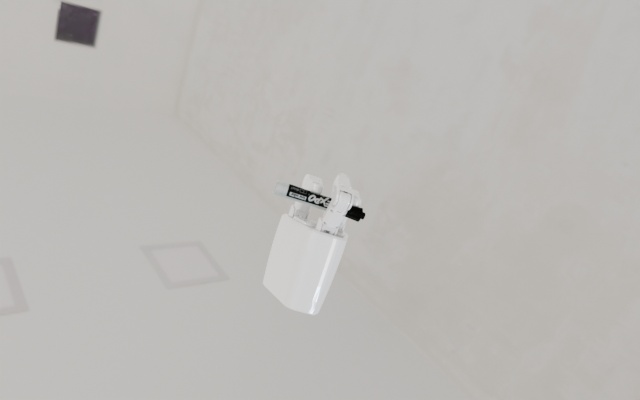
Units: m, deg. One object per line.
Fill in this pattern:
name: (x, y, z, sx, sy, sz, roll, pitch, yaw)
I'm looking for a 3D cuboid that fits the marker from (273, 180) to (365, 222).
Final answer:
marker: (0.000, 0.002, 0.606, 0.121, 0.020, 0.020, 18, -4, -11)
